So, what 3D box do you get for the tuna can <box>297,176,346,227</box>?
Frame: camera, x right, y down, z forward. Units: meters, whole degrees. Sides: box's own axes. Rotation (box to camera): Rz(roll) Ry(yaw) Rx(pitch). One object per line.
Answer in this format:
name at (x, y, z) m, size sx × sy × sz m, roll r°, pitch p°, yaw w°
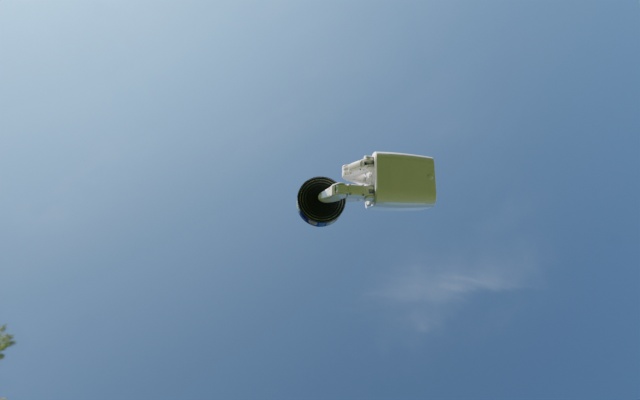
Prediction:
tuna can at (0.000, 0.003, 0.849) m, size 0.086 × 0.086 × 0.034 m, roll 0°, pitch -19°, yaw -7°
